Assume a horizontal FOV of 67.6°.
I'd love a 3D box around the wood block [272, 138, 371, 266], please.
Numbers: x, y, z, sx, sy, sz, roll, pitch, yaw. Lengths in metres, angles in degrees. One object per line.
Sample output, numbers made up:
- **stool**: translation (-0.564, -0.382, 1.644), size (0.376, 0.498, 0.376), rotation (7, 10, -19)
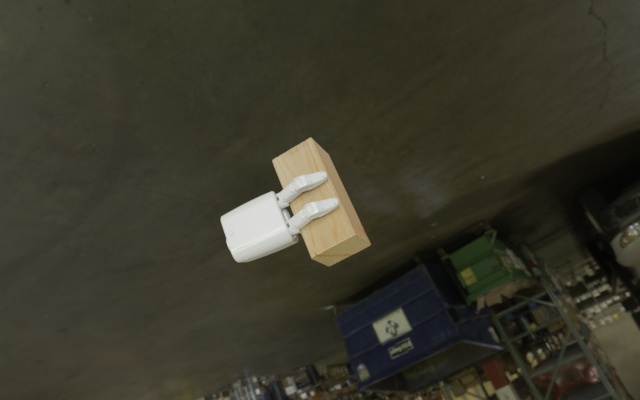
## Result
- **wood block**: translation (0.000, 0.003, 0.869), size (0.090, 0.206, 0.091), rotation (-29, -25, 12)
